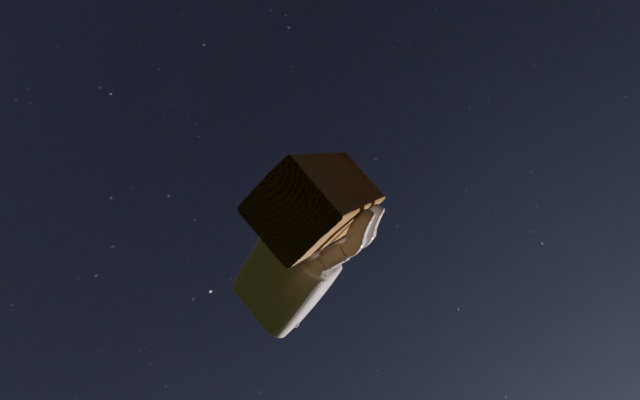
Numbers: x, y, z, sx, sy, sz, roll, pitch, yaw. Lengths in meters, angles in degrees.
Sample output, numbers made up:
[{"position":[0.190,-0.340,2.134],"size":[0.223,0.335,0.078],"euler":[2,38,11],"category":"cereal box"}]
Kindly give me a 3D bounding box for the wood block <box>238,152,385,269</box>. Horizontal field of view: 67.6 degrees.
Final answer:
[{"position":[0.000,0.002,0.596],"size":[0.090,0.091,0.206],"euler":[-44,-9,18],"category":"wood block"}]
